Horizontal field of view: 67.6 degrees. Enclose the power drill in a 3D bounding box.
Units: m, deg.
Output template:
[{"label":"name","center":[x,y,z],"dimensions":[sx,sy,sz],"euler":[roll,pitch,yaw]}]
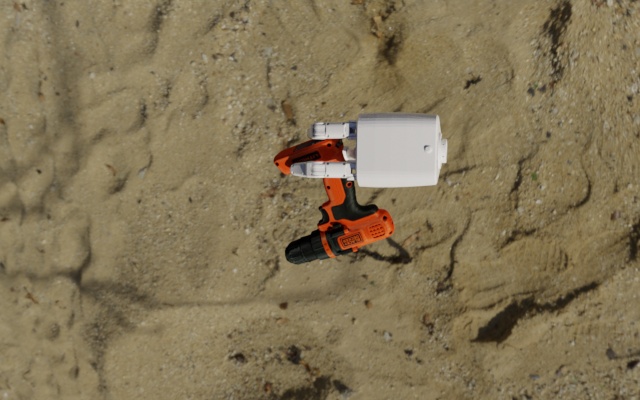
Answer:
[{"label":"power drill","center":[0.000,0.002,0.738],"dimensions":[0.184,0.188,0.057],"euler":[-20,20,14]}]
